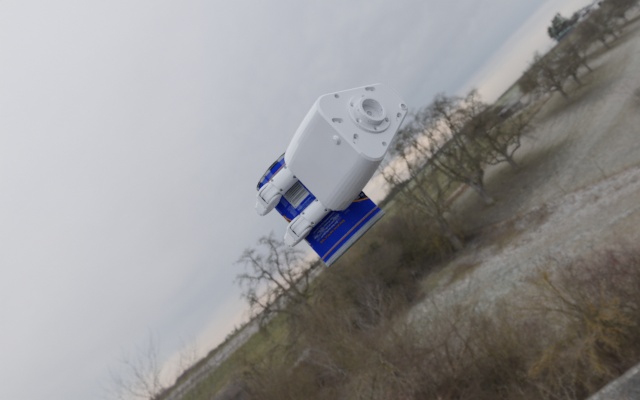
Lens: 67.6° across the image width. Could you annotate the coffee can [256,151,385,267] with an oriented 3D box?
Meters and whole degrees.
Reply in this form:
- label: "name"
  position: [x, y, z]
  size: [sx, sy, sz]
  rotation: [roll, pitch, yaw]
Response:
- label: "coffee can"
  position: [0.000, 0.002, 0.630]
  size: [0.103, 0.140, 0.103]
  rotation: [-43, -7, -7]
